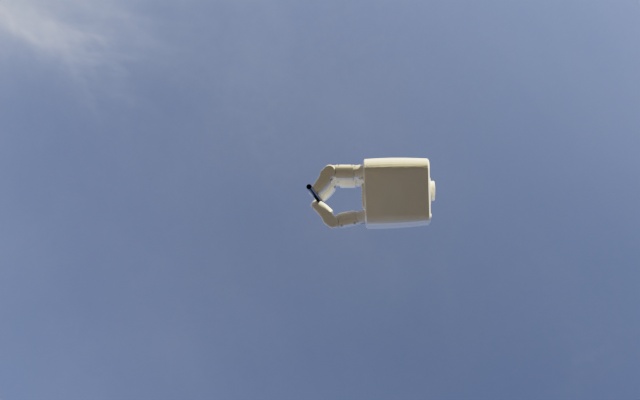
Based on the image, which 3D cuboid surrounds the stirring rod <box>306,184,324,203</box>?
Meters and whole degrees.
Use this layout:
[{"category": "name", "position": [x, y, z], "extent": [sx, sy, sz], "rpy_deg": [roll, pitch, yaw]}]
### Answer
[{"category": "stirring rod", "position": [0.000, 0.003, 0.827], "extent": [0.011, 0.011, 0.239], "rpy_deg": [0, -11, 8]}]
